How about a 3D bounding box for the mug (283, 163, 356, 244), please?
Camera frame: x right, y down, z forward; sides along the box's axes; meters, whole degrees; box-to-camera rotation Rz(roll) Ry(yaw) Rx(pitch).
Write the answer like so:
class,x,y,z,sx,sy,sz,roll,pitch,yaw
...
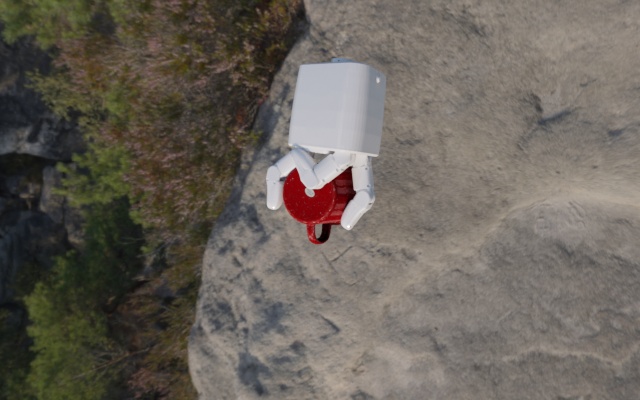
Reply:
class,x,y,z,sx,sy,sz,roll,pitch,yaw
mug,0.000,0.004,0.653,0.093,0.117,0.081,10,6,27
